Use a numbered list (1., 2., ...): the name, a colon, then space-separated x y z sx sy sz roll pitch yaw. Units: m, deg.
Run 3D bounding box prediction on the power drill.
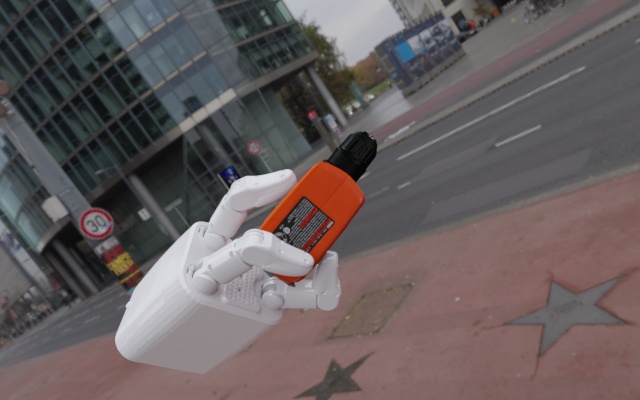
1. power drill: 0.000 0.002 0.482 0.057 0.184 0.187 38 4 -1
